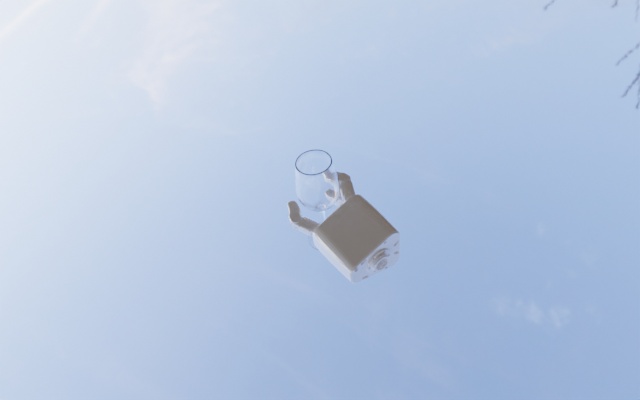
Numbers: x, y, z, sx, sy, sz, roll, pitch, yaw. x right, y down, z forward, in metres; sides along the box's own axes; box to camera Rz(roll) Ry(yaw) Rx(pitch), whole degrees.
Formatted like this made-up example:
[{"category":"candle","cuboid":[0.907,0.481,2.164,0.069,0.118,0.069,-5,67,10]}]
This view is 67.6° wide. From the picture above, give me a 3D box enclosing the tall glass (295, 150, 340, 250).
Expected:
[{"category":"tall glass","cuboid":[0.000,0.003,0.859,0.079,0.079,0.201,0,-42,9]}]
